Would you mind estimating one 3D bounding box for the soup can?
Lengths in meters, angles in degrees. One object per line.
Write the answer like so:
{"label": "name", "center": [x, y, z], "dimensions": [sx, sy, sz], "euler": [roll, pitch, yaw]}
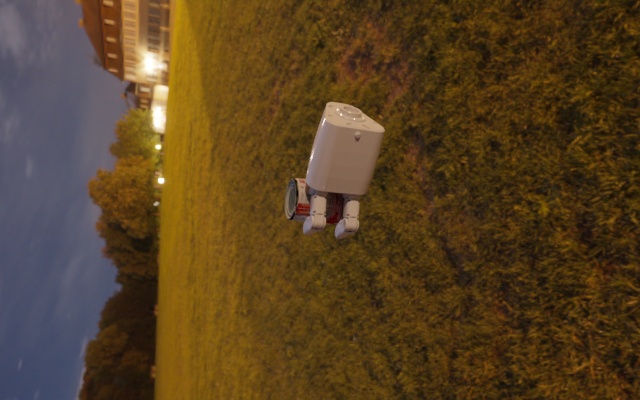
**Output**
{"label": "soup can", "center": [0.000, 0.003, 0.763], "dimensions": [0.102, 0.068, 0.068], "euler": [5, -2, -19]}
